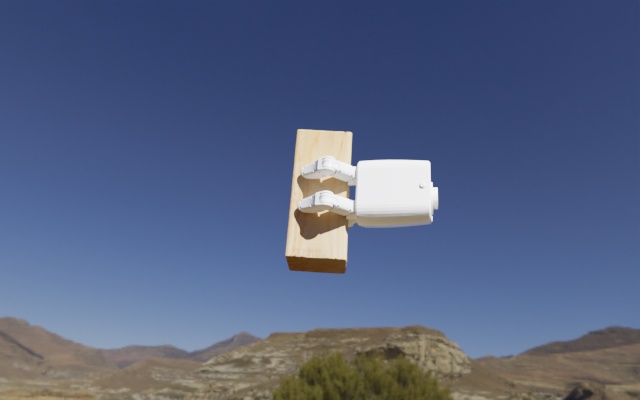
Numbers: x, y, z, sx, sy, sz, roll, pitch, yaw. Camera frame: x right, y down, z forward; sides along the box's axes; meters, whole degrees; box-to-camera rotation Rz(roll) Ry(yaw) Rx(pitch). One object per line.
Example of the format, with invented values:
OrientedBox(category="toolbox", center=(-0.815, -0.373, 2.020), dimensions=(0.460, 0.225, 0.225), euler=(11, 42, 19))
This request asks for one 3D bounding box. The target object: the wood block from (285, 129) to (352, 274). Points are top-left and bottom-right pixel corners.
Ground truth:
OrientedBox(category="wood block", center=(0.001, 0.002, 0.750), dimensions=(0.090, 0.206, 0.091), euler=(3, -22, 3))
